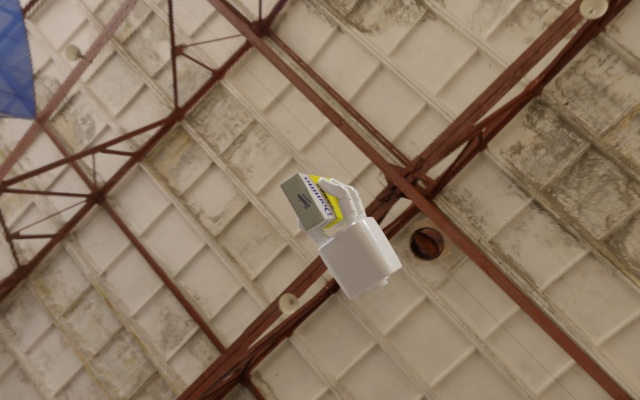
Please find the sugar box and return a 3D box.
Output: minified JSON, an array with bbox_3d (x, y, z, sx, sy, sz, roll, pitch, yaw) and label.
[{"bbox_3d":[0.001,0.003,0.860,0.048,0.093,0.176,-33,-11,15],"label":"sugar box"}]
